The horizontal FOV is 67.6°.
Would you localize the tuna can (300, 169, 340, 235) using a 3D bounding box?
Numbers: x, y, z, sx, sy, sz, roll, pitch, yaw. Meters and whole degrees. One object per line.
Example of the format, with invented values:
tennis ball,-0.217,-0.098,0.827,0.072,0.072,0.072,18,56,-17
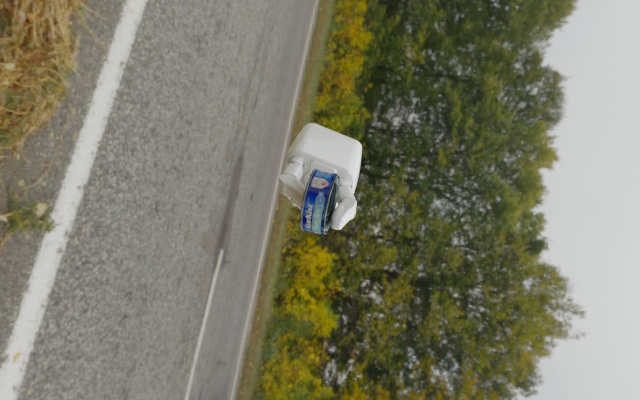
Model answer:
tuna can,0.001,0.002,0.644,0.034,0.086,0.086,12,2,9
